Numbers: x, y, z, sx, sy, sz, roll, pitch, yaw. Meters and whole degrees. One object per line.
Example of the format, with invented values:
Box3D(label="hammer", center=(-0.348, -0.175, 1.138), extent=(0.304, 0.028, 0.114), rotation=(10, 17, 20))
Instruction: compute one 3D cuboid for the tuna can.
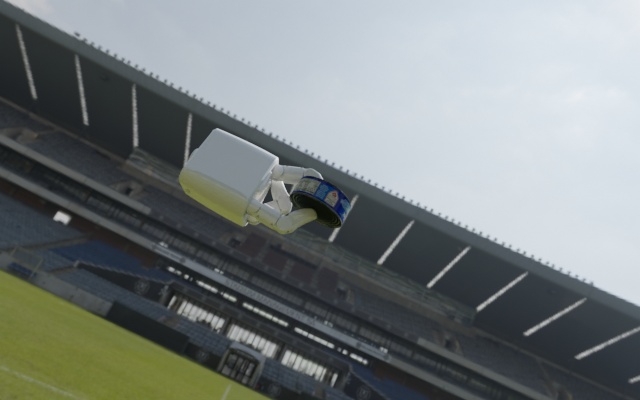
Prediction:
Box3D(label="tuna can", center=(0.000, 0.002, 0.686), extent=(0.086, 0.033, 0.086), rotation=(27, -20, 11))
